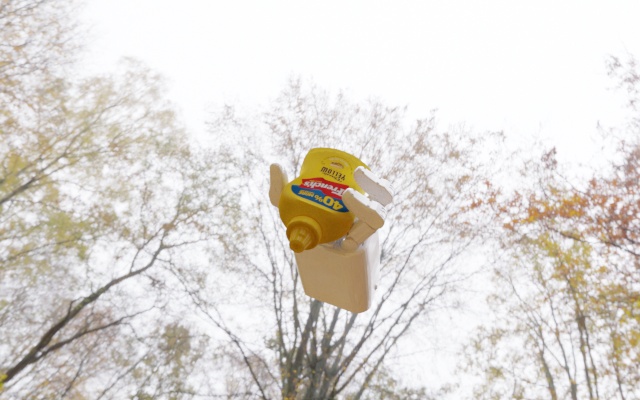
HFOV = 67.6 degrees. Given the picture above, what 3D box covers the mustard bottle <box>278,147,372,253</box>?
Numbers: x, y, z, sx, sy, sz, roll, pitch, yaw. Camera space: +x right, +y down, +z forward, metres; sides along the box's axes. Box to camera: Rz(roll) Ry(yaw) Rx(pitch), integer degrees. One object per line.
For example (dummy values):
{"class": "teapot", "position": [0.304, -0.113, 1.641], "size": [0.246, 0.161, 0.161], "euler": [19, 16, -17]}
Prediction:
{"class": "mustard bottle", "position": [0.000, 0.002, 0.600], "size": [0.096, 0.058, 0.191], "euler": [23, 36, 4]}
